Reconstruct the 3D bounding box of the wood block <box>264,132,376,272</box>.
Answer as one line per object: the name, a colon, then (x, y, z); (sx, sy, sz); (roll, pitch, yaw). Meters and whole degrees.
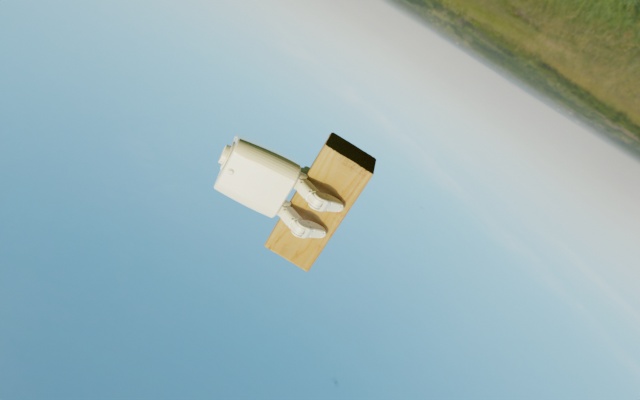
wood block: (0.000, 0.002, 0.801); (0.090, 0.206, 0.090); (31, 23, -4)
